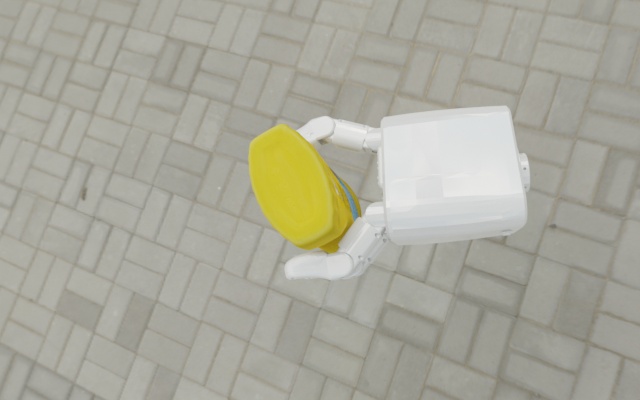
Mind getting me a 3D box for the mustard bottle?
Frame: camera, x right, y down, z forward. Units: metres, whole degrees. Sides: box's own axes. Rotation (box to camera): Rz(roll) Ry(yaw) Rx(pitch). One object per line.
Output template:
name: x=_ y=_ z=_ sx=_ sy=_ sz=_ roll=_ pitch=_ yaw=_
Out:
mustard bottle: x=0.000 y=0.002 z=0.440 sx=0.058 sy=0.096 sz=0.192 roll=-29 pitch=-15 yaw=8
